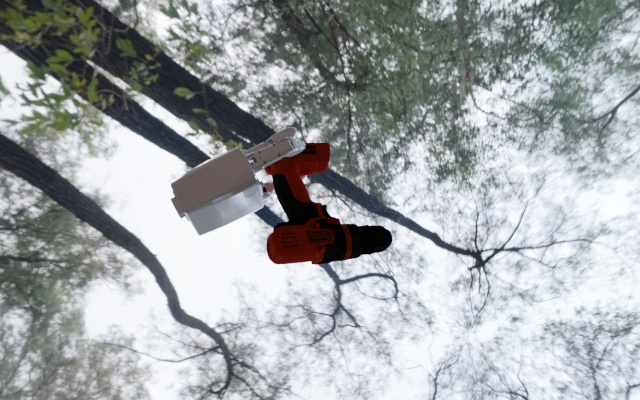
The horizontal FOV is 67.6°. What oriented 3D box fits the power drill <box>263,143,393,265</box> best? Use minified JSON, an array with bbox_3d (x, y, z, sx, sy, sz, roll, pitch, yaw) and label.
[{"bbox_3d":[0.000,0.002,0.694,0.184,0.187,0.057,-2,-34,-23],"label":"power drill"}]
